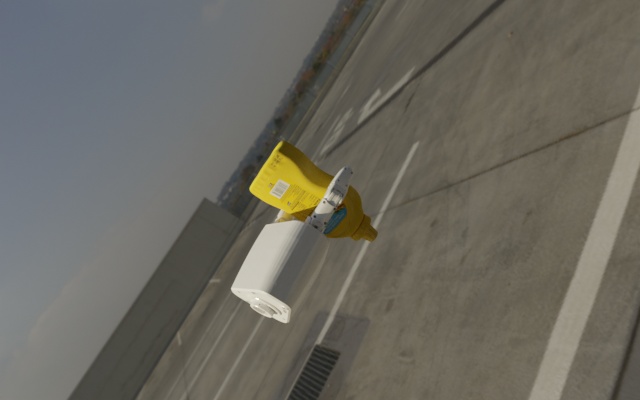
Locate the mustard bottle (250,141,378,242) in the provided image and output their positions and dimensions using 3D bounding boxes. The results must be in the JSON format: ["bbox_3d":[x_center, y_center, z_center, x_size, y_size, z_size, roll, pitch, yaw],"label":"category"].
[{"bbox_3d":[0.000,0.002,0.684,0.191,0.058,0.096,33,-50,-9],"label":"mustard bottle"}]
